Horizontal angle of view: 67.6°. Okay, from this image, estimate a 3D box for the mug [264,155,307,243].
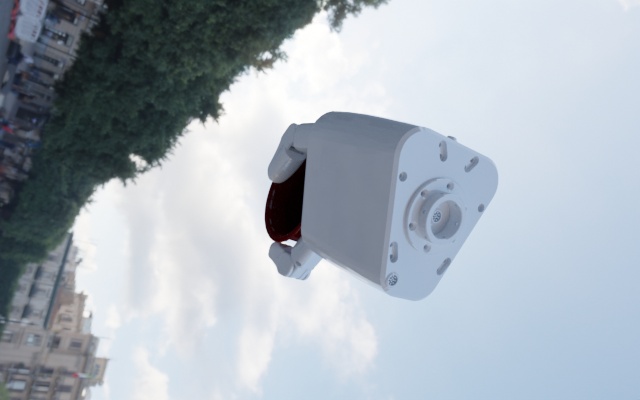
[{"bbox_3d":[0.000,0.001,0.460,0.081,0.093,0.117,20,5,-30],"label":"mug"}]
